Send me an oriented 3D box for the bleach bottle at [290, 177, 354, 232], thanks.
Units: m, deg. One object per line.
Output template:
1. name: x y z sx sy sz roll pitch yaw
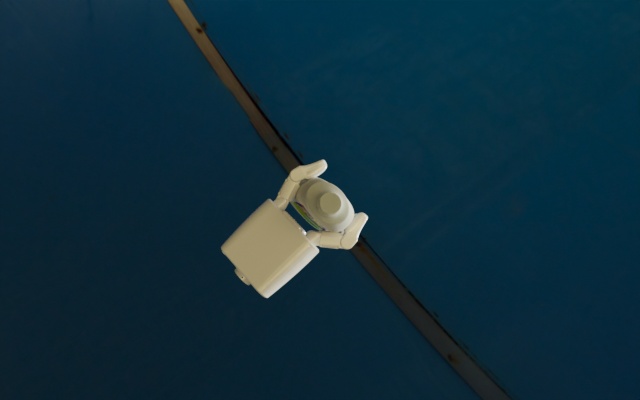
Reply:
1. bleach bottle: 0.000 0.002 0.736 0.068 0.102 0.251 -44 0 -4
